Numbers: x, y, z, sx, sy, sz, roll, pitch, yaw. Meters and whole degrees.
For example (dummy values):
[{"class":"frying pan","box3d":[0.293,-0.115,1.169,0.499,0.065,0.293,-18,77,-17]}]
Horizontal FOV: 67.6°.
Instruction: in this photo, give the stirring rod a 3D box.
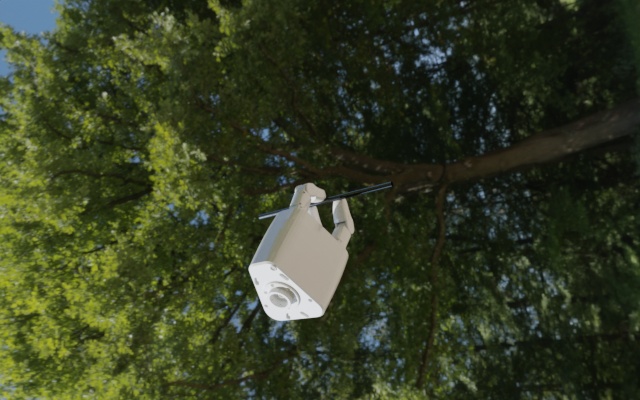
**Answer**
[{"class":"stirring rod","box3d":[0.000,0.002,0.730,0.239,0.011,0.011,-14,-7,31]}]
